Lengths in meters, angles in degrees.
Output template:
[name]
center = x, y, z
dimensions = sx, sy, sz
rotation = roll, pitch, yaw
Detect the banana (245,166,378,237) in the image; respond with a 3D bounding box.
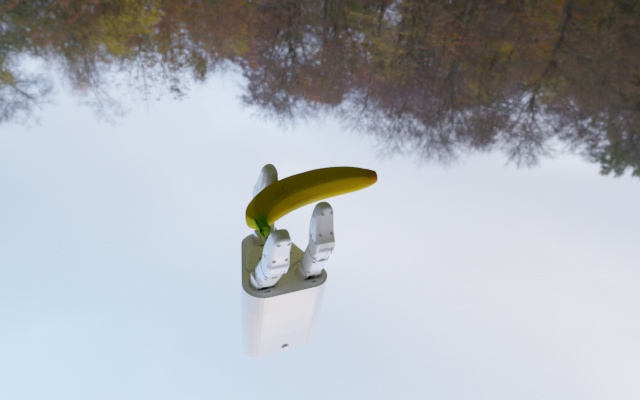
[banana]
center = -0.016, -0.005, 0.528
dimensions = 0.069, 0.037, 0.197
rotation = 28, 36, 30
